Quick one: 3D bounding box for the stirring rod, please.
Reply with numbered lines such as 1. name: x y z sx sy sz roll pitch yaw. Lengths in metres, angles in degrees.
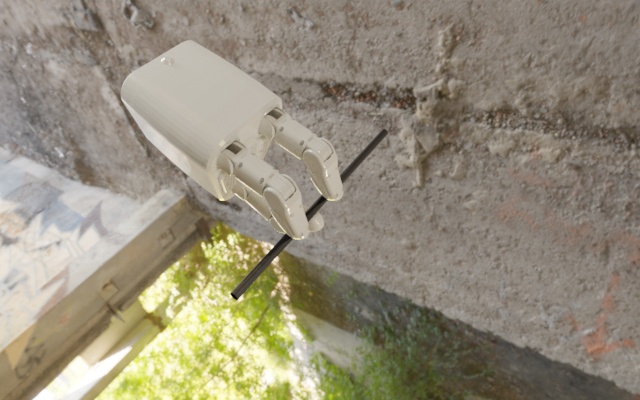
1. stirring rod: 0.000 0.001 0.440 0.011 0.011 0.239 0 38 46
